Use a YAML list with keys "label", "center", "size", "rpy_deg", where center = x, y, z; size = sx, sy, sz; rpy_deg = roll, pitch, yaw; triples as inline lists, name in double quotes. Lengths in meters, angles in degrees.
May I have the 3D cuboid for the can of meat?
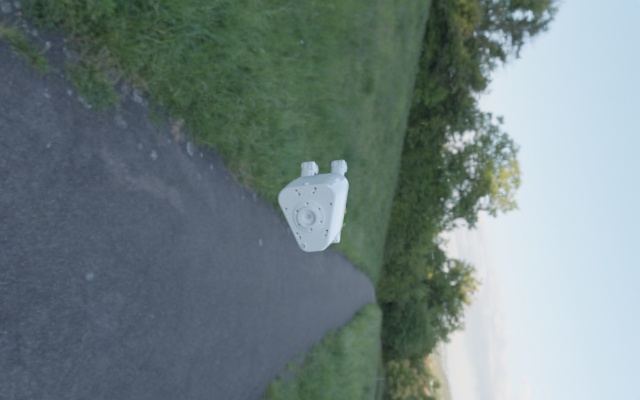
- label: "can of meat"
  center: [0.000, 0.003, 0.883]
  size: [0.084, 0.102, 0.057]
  rpy_deg: [-6, 5, 13]
